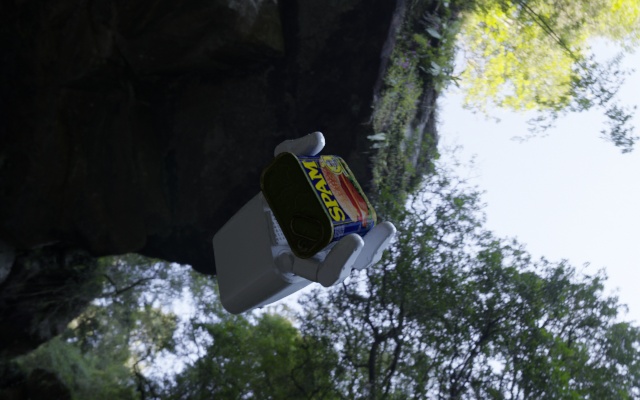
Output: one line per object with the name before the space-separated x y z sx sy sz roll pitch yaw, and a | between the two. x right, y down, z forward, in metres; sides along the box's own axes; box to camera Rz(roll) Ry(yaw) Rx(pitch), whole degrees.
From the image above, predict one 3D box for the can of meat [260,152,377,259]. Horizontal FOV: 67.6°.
can of meat | 0.000 0.001 0.484 0.057 0.102 0.084 -40 -20 34
